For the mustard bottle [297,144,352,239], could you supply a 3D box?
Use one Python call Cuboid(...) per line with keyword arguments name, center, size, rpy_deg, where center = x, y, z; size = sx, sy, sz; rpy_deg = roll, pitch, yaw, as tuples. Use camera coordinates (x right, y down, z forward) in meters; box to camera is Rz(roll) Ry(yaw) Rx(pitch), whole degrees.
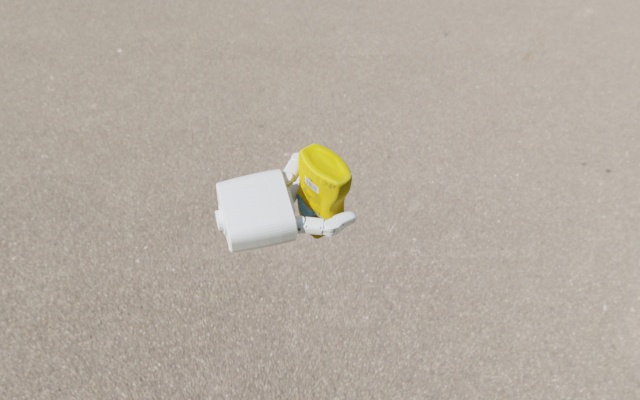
Cuboid(name="mustard bottle", center=(0.000, 0.002, 0.800), size=(0.058, 0.192, 0.096), rpy_deg=(-33, 60, -29))
